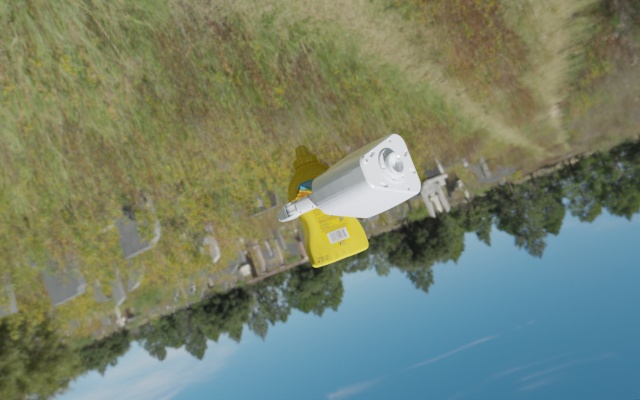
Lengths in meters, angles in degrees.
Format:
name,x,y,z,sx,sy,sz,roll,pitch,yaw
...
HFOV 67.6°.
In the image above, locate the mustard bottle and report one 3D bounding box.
name,x,y,z,sx,sy,sz,roll,pitch,yaw
mustard bottle,0.000,0.003,0.762,0.096,0.191,0.058,-19,-6,-17
